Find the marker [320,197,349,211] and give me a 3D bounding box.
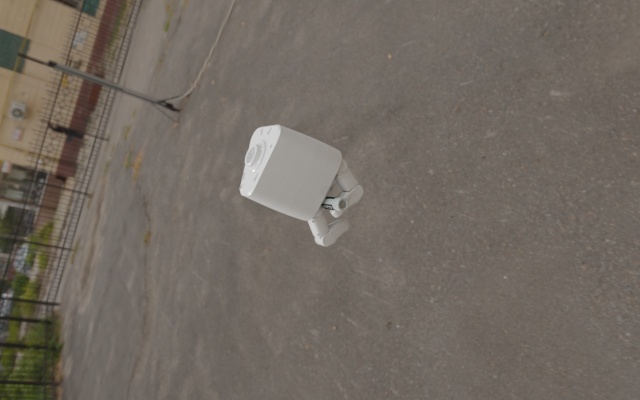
[{"bbox_3d":[0.000,0.002,0.709,0.020,0.020,0.121,0,3,-31],"label":"marker"}]
